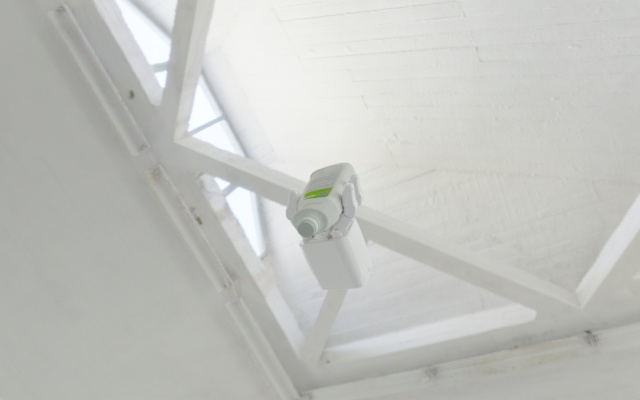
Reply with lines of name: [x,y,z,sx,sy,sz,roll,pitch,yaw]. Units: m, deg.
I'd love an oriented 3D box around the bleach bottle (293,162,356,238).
bleach bottle: [0.000,0.003,0.874,0.102,0.068,0.250,-17,16,21]
